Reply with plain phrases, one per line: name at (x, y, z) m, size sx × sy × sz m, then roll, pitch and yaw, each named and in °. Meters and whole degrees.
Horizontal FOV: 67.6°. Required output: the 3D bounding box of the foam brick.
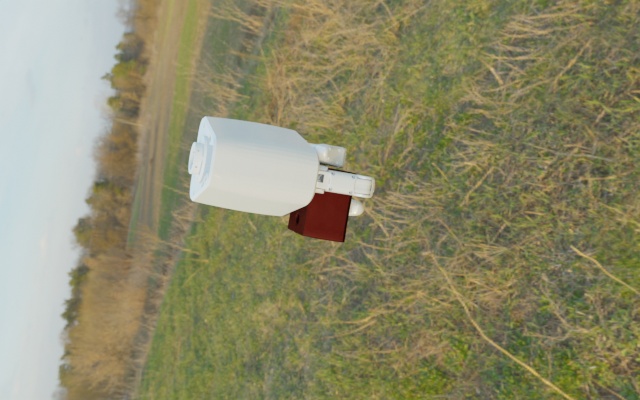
foam brick at (0.000, 0.002, 0.530) m, size 0.051 × 0.078 × 0.053 m, roll 8°, pitch 3°, yaw -24°
